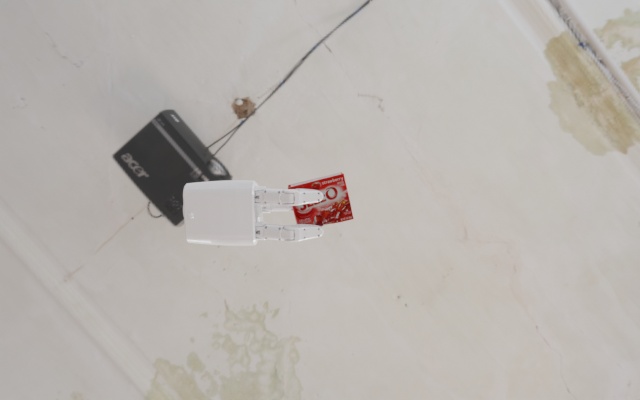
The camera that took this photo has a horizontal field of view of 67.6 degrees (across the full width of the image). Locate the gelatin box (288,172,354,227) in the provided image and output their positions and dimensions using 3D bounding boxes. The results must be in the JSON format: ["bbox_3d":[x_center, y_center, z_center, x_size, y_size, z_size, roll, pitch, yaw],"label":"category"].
[{"bbox_3d":[0.000,0.002,0.739,0.089,0.073,0.030,-14,10,-2],"label":"gelatin box"}]
